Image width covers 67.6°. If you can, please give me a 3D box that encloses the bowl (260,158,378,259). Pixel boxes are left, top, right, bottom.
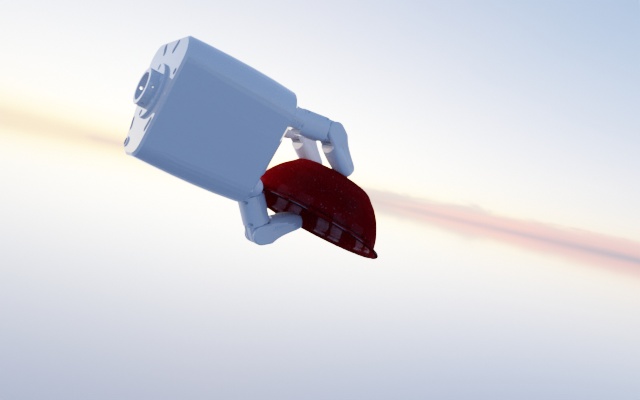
[{"bbox_3d":[0.001,0.002,0.511,0.162,0.055,0.162,28,-11,6],"label":"bowl"}]
